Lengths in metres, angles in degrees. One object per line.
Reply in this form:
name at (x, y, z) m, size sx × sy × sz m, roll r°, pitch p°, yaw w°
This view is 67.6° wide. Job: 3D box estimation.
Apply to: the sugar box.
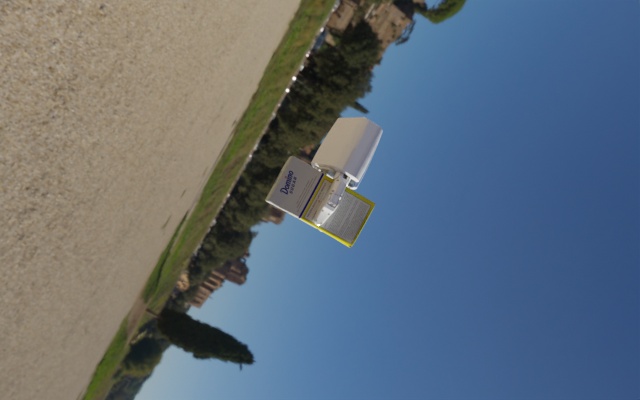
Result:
sugar box at (0.000, 0.003, 0.855) m, size 0.176 × 0.093 × 0.048 m, roll 30°, pitch -5°, yaw -11°
